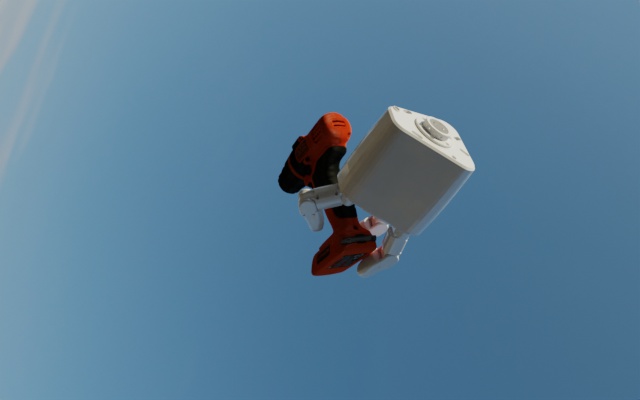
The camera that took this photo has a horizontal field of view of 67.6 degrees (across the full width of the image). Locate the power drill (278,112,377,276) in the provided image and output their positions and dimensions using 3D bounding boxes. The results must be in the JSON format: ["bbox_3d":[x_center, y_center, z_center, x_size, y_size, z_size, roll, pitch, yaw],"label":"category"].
[{"bbox_3d":[0.000,0.002,0.646,0.057,0.187,0.184,-6,-22,-28],"label":"power drill"}]
